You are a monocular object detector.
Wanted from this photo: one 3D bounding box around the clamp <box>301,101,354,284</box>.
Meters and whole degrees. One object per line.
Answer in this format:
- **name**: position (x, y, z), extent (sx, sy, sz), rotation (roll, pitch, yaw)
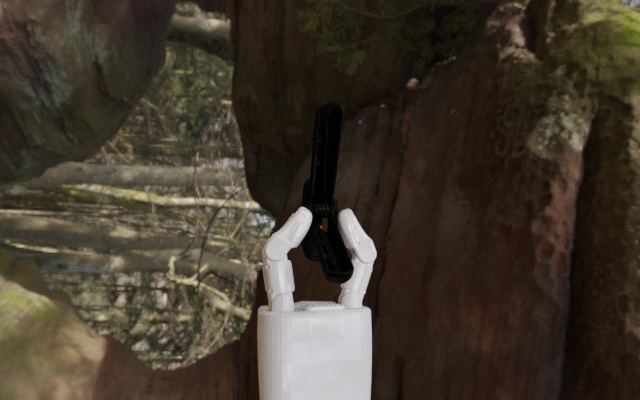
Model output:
- **clamp**: position (0.001, 0.002, 0.501), extent (0.036, 0.164, 0.210), rotation (0, -8, -8)
